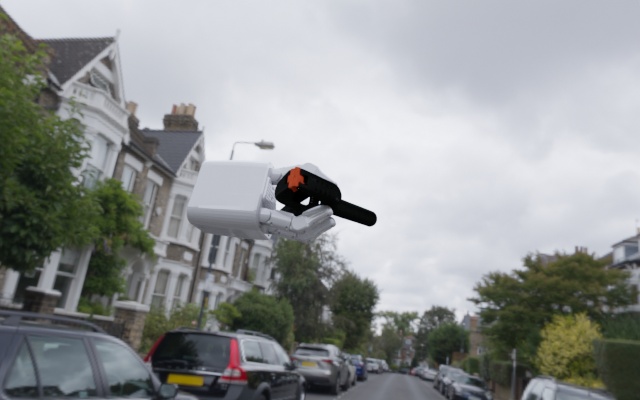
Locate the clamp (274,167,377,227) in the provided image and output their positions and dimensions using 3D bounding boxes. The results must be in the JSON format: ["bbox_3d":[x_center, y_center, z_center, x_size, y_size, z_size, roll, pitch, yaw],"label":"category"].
[{"bbox_3d":[0.000,0.001,0.698,0.164,0.036,0.210,2,-17,8],"label":"clamp"}]
